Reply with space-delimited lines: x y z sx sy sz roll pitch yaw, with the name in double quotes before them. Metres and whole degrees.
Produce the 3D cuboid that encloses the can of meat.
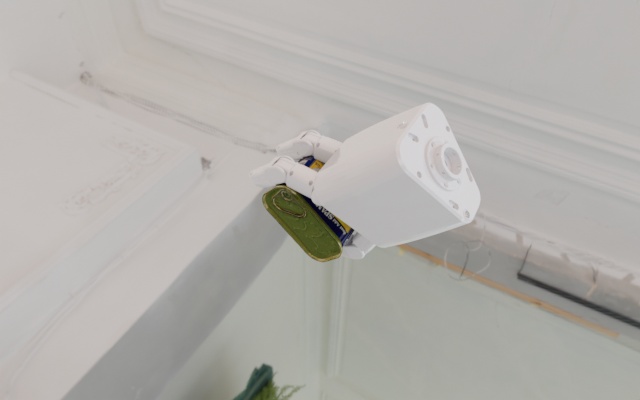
"can of meat" 0.000 0.002 0.529 0.057 0.102 0.084 -26 20 50
